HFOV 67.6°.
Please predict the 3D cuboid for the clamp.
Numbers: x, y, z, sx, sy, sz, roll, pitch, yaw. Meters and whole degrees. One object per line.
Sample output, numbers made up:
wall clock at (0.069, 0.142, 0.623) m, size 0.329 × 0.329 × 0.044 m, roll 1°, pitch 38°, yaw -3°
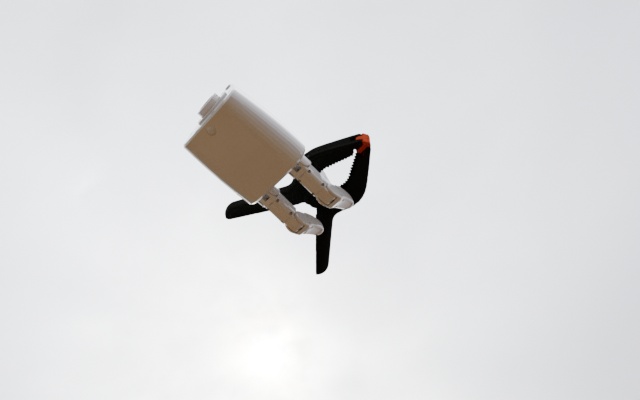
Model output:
clamp at (0.000, 0.001, 0.623) m, size 0.164 × 0.210 × 0.036 m, roll 40°, pitch 24°, yaw -20°
